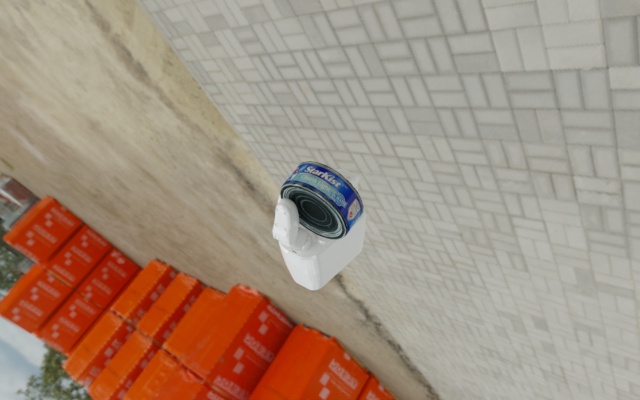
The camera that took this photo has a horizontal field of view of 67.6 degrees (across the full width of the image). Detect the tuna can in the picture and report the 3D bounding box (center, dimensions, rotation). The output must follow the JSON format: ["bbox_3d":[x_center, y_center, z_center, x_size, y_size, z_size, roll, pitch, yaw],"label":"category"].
[{"bbox_3d":[0.000,0.002,0.500,0.086,0.033,0.086,29,-29,17],"label":"tuna can"}]
